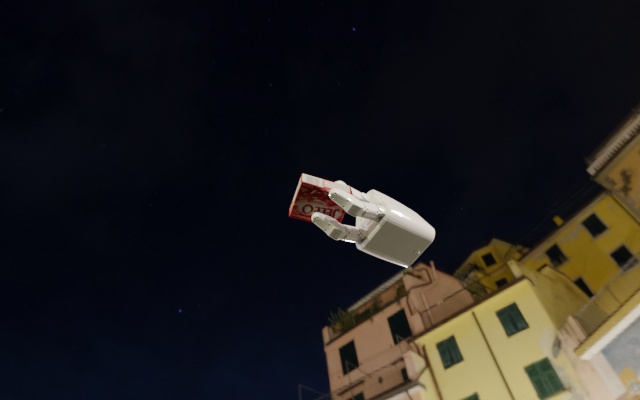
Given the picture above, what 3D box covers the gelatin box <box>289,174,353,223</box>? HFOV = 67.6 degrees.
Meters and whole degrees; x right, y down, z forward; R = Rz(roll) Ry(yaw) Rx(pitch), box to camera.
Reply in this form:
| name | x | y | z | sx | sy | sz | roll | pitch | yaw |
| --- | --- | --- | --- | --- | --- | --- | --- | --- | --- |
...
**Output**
| name | x | y | z | sx | sy | sz | roll | pitch | yaw |
| --- | --- | --- | --- | --- | --- | --- | --- | --- | --- |
| gelatin box | 0.000 | 0.002 | 0.797 | 0.089 | 0.073 | 0.030 | 15 | 32 | -10 |
